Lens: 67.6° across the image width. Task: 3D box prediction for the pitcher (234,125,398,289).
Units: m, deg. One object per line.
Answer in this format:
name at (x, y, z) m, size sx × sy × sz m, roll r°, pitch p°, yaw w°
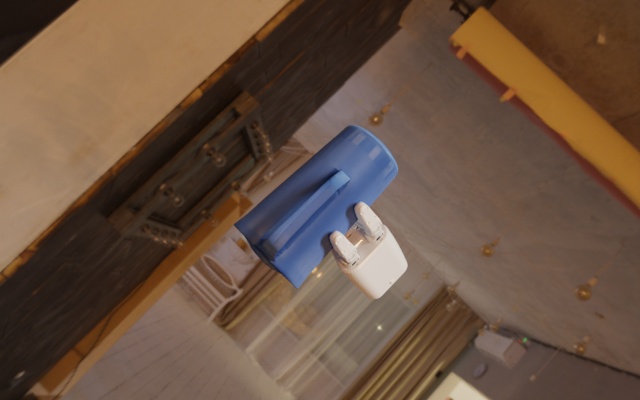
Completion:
pitcher at (0.000, 0.002, 0.707) m, size 0.149 × 0.243 × 0.145 m, roll 35°, pitch -12°, yaw 48°
